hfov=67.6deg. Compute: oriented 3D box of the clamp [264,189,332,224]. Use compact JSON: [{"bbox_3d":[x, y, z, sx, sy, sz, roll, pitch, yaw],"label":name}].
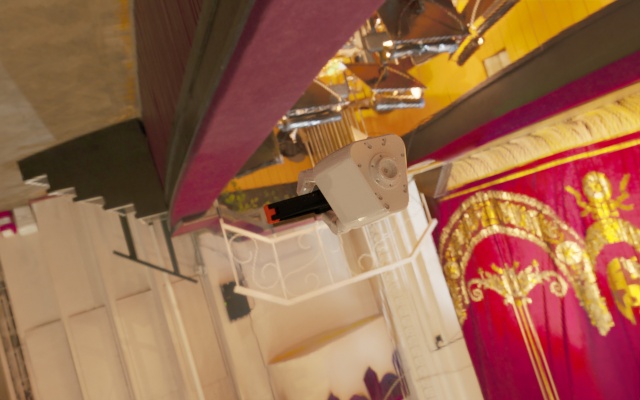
[{"bbox_3d":[0.000,0.003,0.774,0.210,0.036,0.164,-15,-6,-28],"label":"clamp"}]
